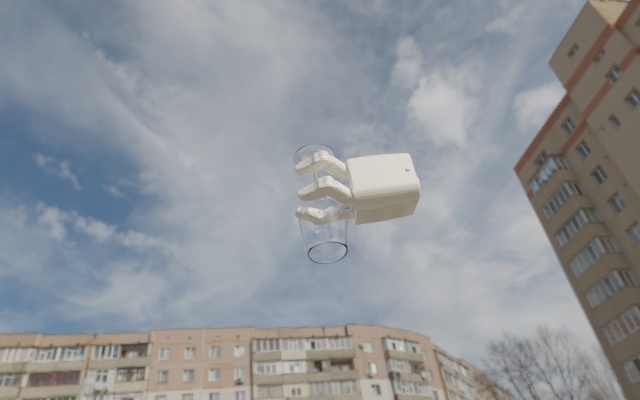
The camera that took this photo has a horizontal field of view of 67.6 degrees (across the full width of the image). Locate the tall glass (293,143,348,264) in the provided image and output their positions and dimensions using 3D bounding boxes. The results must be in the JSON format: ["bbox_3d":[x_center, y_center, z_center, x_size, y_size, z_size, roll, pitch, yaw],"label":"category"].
[{"bbox_3d":[0.000,0.002,0.784,0.079,0.200,0.079,-5,-38,-4],"label":"tall glass"}]
